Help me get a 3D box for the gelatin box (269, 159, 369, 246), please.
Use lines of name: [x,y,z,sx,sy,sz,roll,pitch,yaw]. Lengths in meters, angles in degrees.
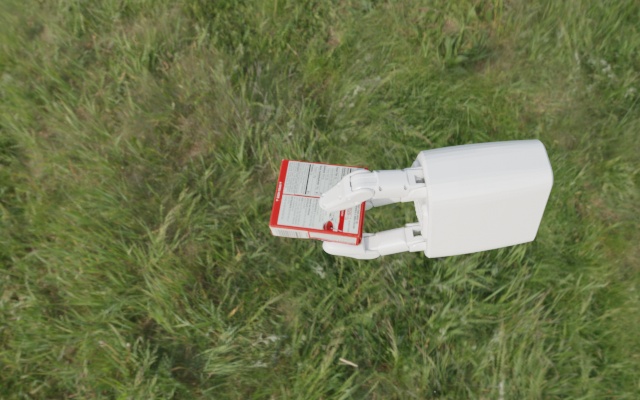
gelatin box: [0.000,0.001,0.468,0.089,0.073,0.030,6,-22,5]
